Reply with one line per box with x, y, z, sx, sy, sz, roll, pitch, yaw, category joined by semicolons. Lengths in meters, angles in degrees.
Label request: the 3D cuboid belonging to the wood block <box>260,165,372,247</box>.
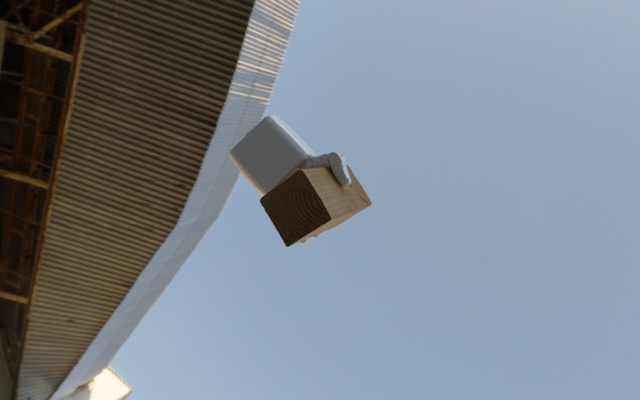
0.000;0.002;0.806;0.091;0.090;0.206;-34;-7;23;wood block
